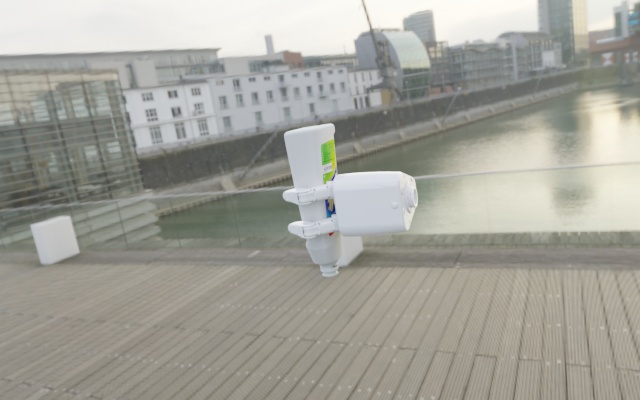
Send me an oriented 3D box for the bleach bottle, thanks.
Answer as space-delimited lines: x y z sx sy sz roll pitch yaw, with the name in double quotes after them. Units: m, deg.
0.000 0.003 0.805 0.068 0.251 0.102 -5 12 23 "bleach bottle"
